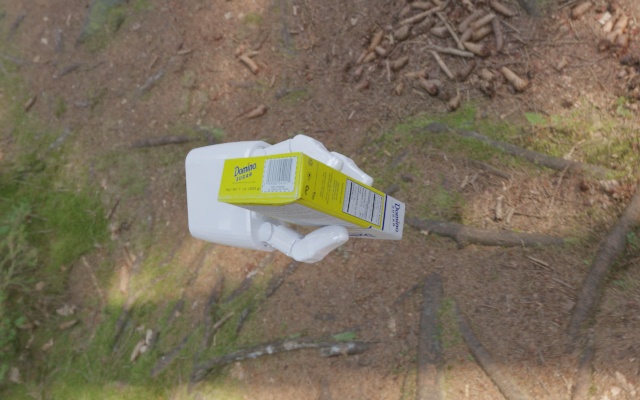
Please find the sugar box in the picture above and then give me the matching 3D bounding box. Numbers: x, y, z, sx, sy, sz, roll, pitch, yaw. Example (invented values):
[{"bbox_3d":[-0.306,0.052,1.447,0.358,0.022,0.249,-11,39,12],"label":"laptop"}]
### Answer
[{"bbox_3d":[0.000,0.001,0.458,0.093,0.048,0.176,0,-11,37],"label":"sugar box"}]
